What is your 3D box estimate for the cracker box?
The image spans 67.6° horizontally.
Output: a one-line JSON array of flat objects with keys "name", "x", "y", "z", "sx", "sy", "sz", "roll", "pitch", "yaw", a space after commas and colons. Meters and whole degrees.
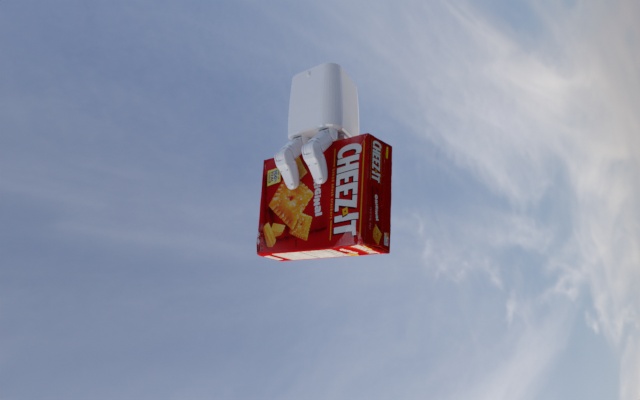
[{"name": "cracker box", "x": 0.000, "y": 0.002, "z": 0.728, "sx": 0.214, "sy": 0.164, "sz": 0.072, "roll": -10, "pitch": -20, "yaw": 40}]
